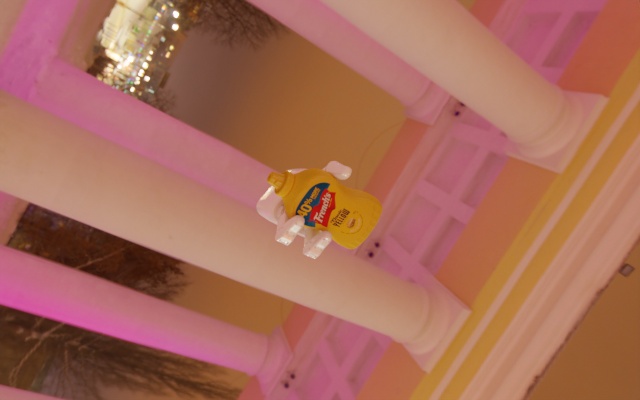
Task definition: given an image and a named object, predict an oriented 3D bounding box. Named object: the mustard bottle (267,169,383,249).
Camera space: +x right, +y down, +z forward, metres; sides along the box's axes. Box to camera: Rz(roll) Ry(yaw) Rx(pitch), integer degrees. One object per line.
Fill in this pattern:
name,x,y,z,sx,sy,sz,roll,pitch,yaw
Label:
mustard bottle,0.000,0.003,0.766,0.192,0.096,0.058,27,19,-24
